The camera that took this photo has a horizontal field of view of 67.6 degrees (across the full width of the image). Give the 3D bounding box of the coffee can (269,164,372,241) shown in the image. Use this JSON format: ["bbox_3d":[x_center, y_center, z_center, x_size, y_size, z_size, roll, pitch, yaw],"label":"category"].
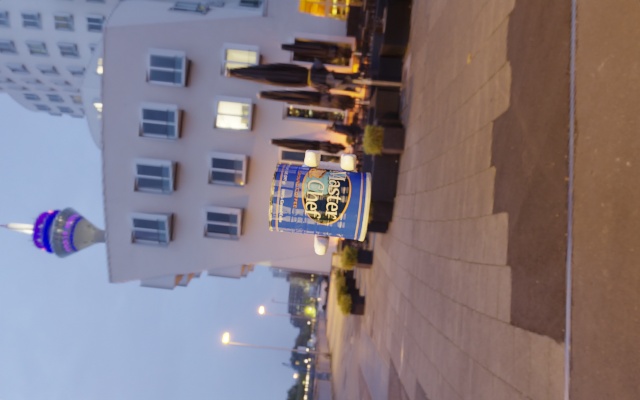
[{"bbox_3d":[0.000,0.002,0.715,0.140,0.103,0.103,6,0,1],"label":"coffee can"}]
